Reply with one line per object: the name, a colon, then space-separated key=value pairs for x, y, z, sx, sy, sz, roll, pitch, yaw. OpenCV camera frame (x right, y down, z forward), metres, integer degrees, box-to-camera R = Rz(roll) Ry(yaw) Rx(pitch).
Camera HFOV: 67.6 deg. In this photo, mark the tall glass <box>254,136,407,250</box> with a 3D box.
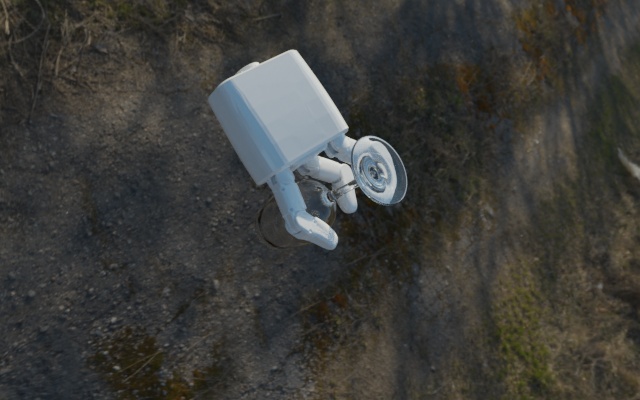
tall glass: x=0.001 y=0.002 z=0.543 sx=0.079 sy=0.079 sz=0.201 roll=0 pitch=-19 yaw=-39
